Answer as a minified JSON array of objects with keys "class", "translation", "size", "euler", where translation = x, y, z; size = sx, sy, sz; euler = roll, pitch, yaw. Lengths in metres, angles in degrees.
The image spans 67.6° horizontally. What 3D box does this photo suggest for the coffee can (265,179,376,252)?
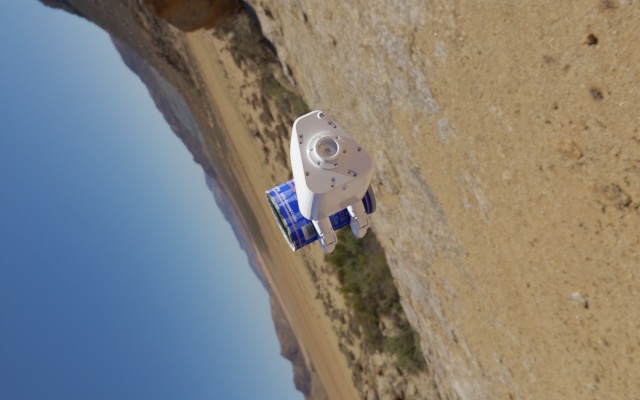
[{"class":"coffee can","translation":[0.000,0.002,0.737],"size":[0.140,0.103,0.103],"euler":[-26,5,-10]}]
